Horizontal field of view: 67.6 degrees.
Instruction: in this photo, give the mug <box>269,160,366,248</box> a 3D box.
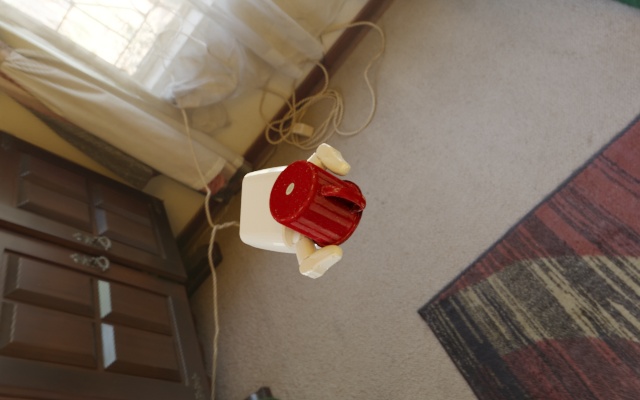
[{"bbox_3d":[0.001,0.002,0.572,0.117,0.093,0.081,-4,-24,46],"label":"mug"}]
